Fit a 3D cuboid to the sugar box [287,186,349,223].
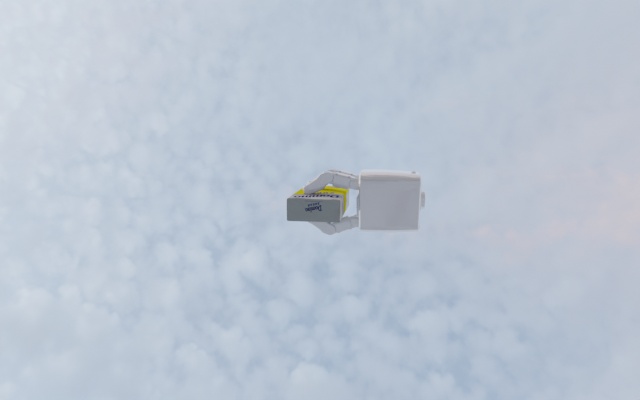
[{"bbox_3d":[0.000,0.002,0.878,0.093,0.048,0.176,2,7,7],"label":"sugar box"}]
